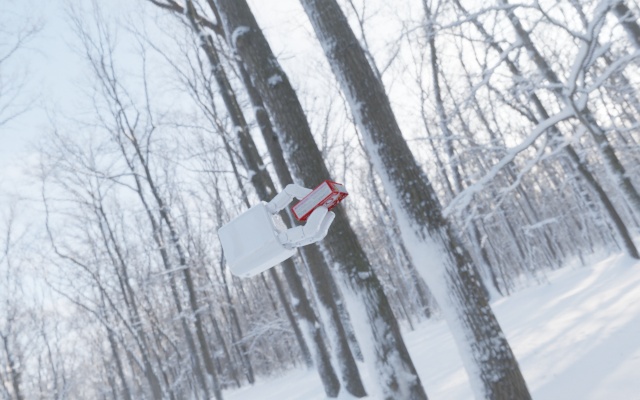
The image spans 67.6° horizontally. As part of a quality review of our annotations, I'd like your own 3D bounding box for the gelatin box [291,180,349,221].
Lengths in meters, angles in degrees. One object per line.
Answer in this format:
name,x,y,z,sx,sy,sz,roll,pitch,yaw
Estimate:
gelatin box,0.000,0.002,0.874,0.089,0.030,0.073,-40,-19,18
